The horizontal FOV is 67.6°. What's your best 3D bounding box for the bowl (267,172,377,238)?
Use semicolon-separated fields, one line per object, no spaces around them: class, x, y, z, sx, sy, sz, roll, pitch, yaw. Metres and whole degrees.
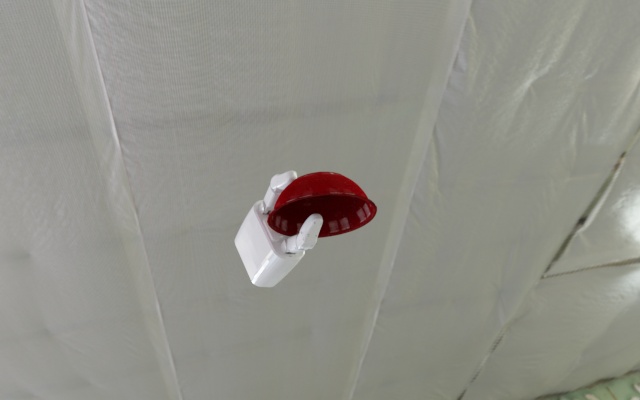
bowl;0.001;0.001;0.709;0.162;0.055;0.162;-5;-25;-2
